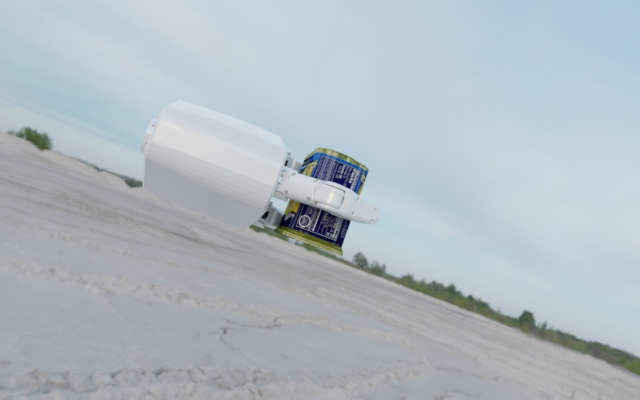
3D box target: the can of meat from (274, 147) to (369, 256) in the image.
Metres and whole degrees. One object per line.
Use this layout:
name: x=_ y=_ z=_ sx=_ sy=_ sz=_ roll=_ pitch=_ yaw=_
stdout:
can of meat: x=0.000 y=0.001 z=0.454 sx=0.057 sy=0.084 sz=0.102 roll=21 pitch=-6 yaw=-11
